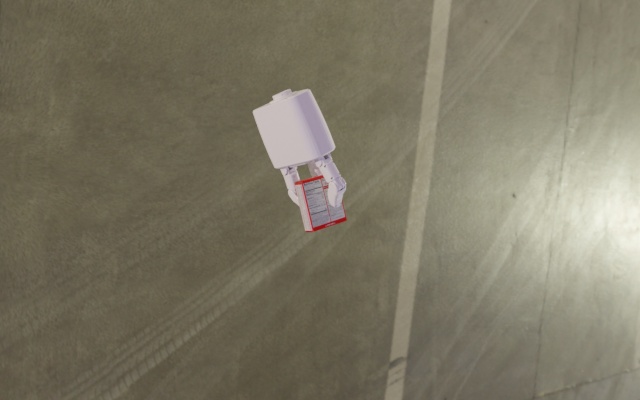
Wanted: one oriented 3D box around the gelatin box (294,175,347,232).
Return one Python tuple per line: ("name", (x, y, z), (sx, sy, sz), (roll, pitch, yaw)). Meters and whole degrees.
("gelatin box", (0.000, 0.003, 0.820), (0.073, 0.089, 0.030), (-17, 6, -32))
